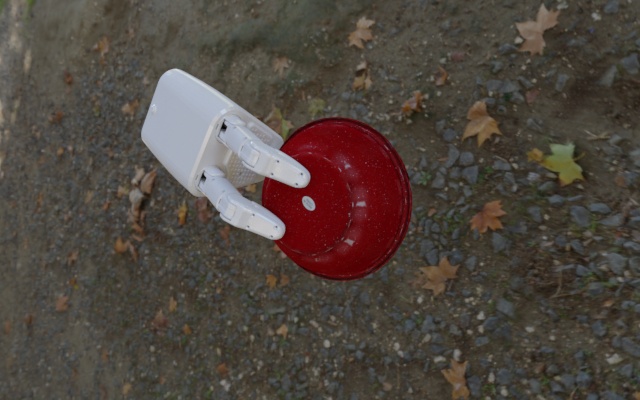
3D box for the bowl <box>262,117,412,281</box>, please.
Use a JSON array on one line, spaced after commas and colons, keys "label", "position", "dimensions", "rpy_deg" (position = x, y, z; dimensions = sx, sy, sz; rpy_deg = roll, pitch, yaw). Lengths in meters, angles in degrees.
[{"label": "bowl", "position": [0.001, 0.002, 0.447], "dimensions": [0.162, 0.162, 0.055], "rpy_deg": [0, 5, 29]}]
